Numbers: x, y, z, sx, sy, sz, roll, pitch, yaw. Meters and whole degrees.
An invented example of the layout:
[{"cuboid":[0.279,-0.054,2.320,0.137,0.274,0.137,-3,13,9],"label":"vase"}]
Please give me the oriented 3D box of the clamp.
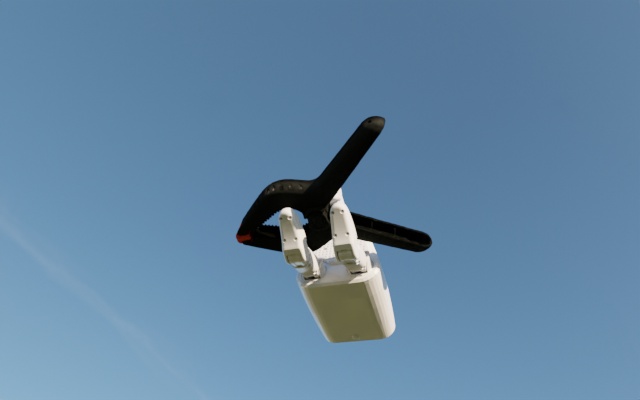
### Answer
[{"cuboid":[0.000,0.001,0.508,0.210,0.165,0.036,-10,32,16],"label":"clamp"}]
